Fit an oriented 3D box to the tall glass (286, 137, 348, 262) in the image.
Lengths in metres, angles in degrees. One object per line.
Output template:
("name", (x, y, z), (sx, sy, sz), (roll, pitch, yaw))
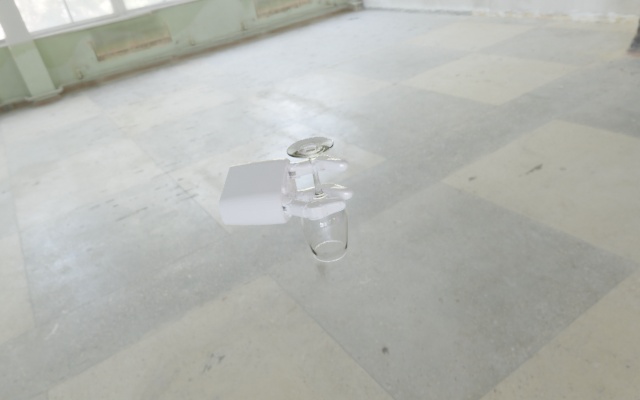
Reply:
("tall glass", (0.000, 0.002, 0.781), (0.079, 0.201, 0.079), (-9, 29, 5))
